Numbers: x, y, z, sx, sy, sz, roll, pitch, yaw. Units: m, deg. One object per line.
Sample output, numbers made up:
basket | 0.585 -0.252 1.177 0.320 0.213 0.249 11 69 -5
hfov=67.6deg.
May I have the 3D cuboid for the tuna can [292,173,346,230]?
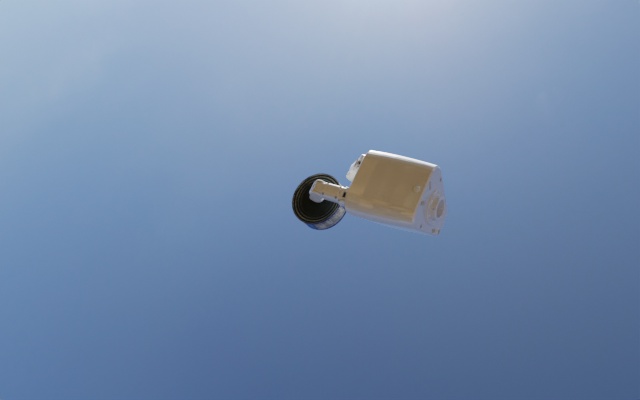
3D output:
tuna can | 0.000 0.003 0.756 0.086 0.086 0.034 0 -23 27
